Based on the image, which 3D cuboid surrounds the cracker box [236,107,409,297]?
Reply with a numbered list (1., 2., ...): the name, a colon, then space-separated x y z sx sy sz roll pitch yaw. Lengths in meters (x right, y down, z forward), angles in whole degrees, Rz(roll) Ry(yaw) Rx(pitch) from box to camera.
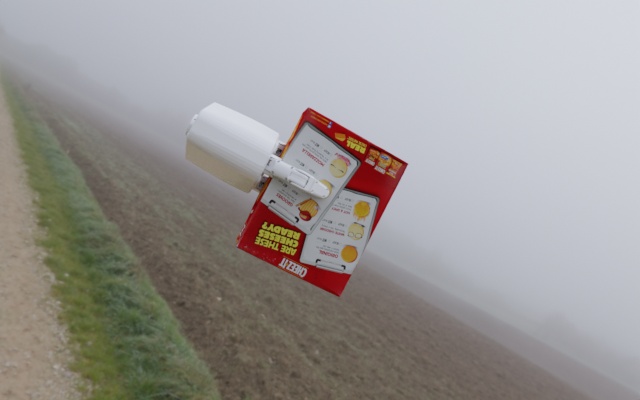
1. cracker box: 0.000 0.002 0.682 0.164 0.213 0.072 28 -1 -10
